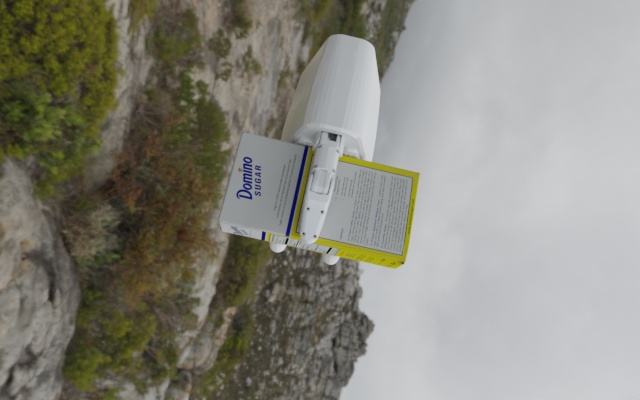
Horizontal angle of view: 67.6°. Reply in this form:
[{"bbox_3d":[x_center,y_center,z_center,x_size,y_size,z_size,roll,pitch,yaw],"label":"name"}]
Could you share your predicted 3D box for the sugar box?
[{"bbox_3d":[0.000,0.002,0.458,0.176,0.093,0.048,13,-19,-2],"label":"sugar box"}]
